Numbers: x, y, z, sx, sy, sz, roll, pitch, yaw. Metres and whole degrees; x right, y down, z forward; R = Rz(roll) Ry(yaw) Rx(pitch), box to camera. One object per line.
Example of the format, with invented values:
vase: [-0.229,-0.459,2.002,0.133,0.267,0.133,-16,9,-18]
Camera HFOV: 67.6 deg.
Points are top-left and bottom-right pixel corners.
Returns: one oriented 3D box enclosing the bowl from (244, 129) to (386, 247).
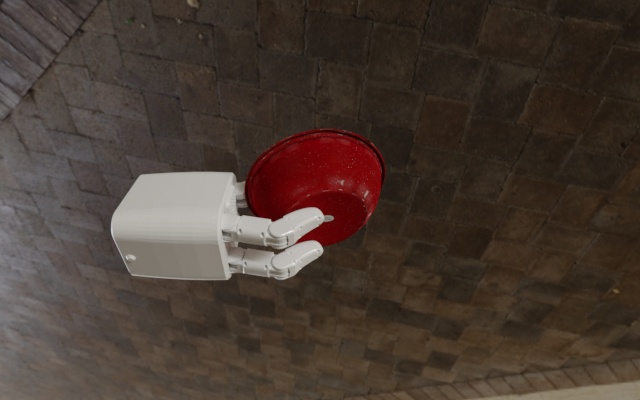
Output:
bowl: [0.001,0.002,0.521,0.162,0.055,0.162,-8,-42,-8]
